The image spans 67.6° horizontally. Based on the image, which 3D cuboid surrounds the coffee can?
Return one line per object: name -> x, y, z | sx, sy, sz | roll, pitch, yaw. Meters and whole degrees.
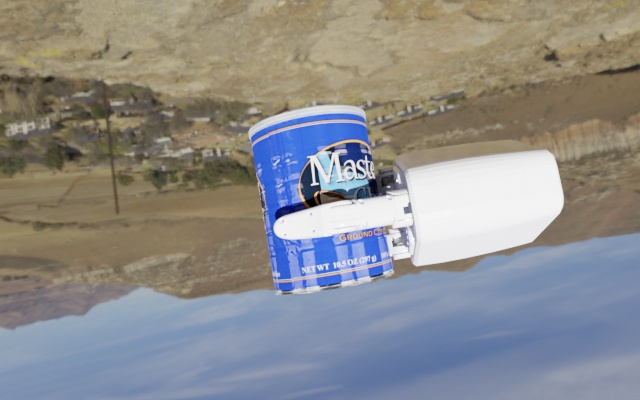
coffee can -> 0.000, 0.001, 0.410 | 0.103, 0.140, 0.103 | -10, -5, -1
